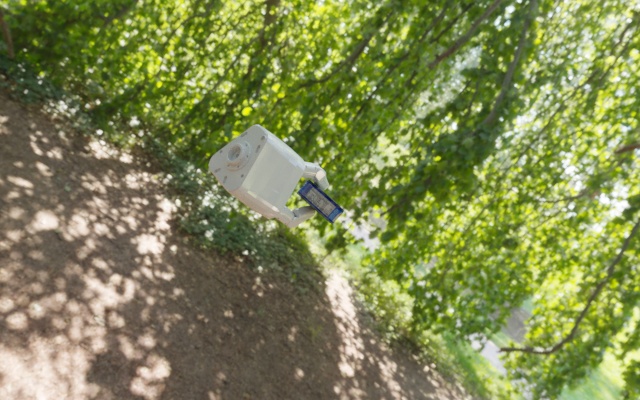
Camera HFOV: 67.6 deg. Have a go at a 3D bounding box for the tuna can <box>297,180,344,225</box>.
[{"bbox_3d":[0.001,0.002,0.839,0.086,0.034,0.086,42,-1,0],"label":"tuna can"}]
